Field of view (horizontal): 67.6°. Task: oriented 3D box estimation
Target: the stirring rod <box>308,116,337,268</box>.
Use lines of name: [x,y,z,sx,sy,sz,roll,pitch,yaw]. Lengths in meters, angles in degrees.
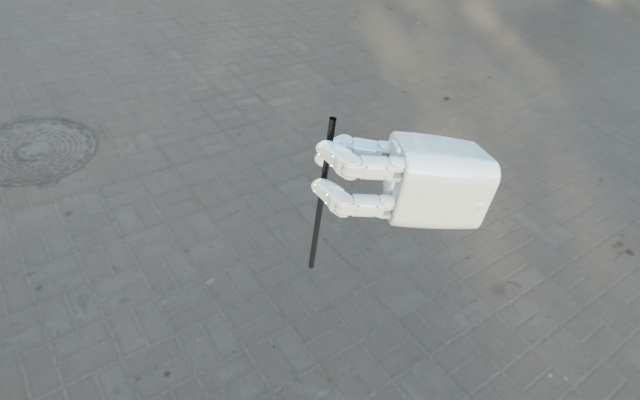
stirring rod: [0.000,0.002,0.594,0.011,0.240,0.011,5,41,-4]
